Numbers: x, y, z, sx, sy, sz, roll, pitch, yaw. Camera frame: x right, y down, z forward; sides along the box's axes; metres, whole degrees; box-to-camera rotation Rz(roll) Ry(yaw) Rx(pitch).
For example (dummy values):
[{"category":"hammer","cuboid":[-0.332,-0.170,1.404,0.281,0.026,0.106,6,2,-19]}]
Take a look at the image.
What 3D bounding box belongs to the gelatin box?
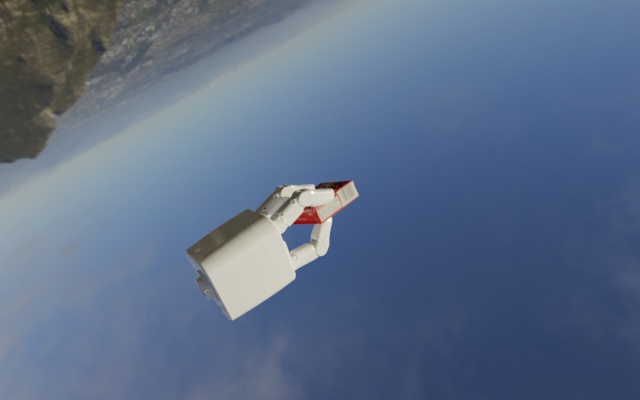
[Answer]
[{"category":"gelatin box","cuboid":[0.001,0.003,0.706,0.089,0.030,0.073,-35,20,-35]}]
